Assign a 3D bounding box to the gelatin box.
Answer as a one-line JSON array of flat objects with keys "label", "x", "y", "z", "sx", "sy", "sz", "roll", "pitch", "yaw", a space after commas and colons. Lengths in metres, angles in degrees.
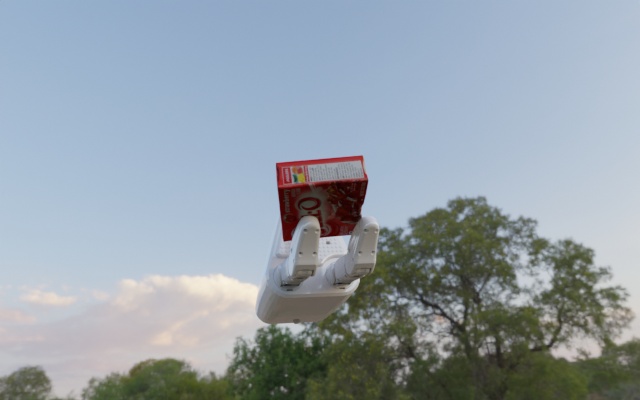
[{"label": "gelatin box", "x": 0.000, "y": 0.001, "z": 0.416, "sx": 0.073, "sy": 0.030, "sz": 0.089, "roll": -5, "pitch": -34, "yaw": -5}]
